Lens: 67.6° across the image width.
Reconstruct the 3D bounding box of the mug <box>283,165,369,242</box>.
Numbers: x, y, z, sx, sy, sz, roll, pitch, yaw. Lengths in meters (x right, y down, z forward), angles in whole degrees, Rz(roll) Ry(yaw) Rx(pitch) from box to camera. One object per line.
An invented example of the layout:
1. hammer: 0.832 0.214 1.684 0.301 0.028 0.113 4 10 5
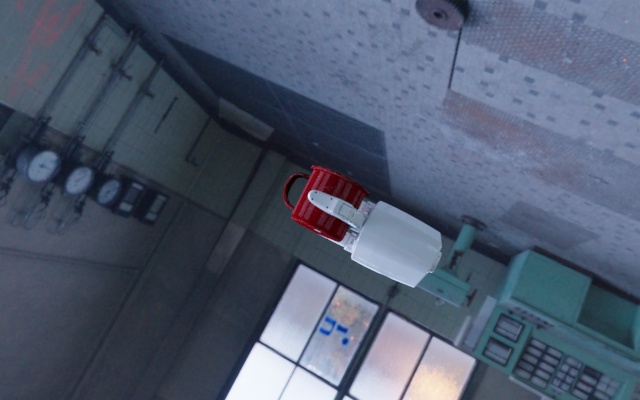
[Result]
1. mug: -0.001 0.002 0.683 0.117 0.081 0.093 25 -7 11
